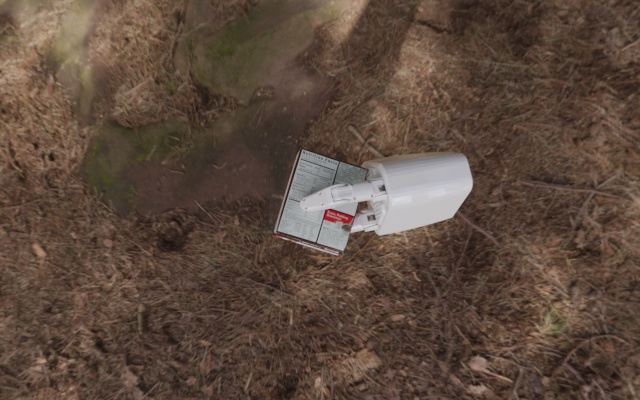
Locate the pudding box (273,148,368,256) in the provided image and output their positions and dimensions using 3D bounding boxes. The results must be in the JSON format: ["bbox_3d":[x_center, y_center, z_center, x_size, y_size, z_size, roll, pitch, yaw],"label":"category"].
[{"bbox_3d":[0.000,0.002,0.587,0.090,0.113,0.039,18,-12,-5],"label":"pudding box"}]
